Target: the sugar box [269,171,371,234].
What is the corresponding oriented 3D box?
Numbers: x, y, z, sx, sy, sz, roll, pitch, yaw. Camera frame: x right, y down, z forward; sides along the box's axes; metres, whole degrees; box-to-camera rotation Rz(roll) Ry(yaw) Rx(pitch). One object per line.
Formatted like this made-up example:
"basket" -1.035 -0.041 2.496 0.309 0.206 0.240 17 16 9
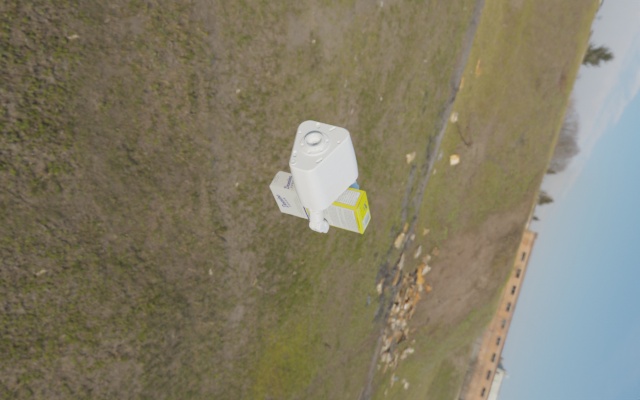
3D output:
"sugar box" 0.000 0.002 0.884 0.176 0.048 0.093 17 -29 22
